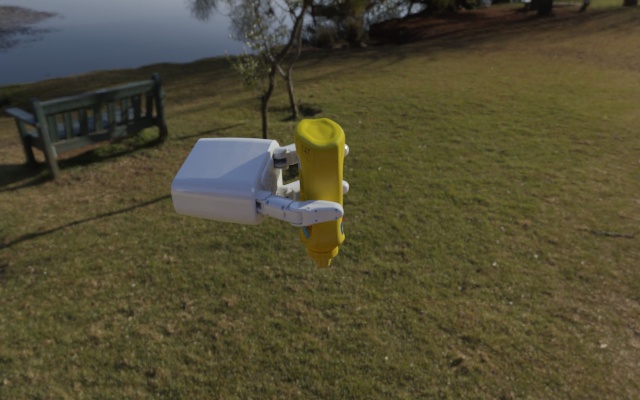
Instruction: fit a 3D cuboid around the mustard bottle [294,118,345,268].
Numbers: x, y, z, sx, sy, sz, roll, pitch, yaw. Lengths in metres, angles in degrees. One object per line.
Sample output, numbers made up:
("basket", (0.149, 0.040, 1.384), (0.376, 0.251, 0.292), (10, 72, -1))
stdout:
("mustard bottle", (0.000, 0.002, 0.595), (0.058, 0.192, 0.096), (-6, 28, -9))
